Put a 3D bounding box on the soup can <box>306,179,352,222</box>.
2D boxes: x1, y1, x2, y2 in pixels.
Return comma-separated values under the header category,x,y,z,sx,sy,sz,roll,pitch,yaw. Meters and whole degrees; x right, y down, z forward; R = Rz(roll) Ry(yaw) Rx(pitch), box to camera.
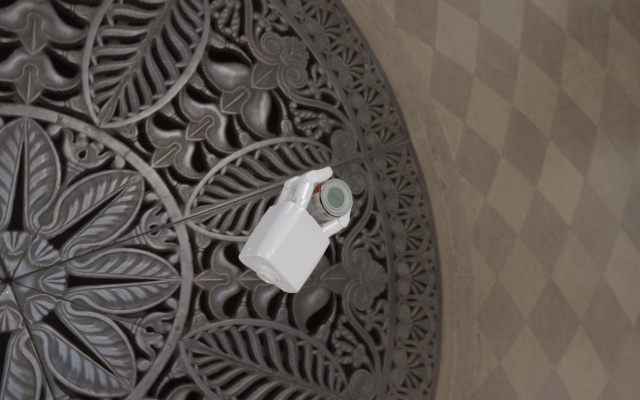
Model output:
category,x,y,z,sx,sy,sz,roll,pitch,yaw
soup can,0.001,0.002,0.841,0.068,0.068,0.102,0,-9,-33
